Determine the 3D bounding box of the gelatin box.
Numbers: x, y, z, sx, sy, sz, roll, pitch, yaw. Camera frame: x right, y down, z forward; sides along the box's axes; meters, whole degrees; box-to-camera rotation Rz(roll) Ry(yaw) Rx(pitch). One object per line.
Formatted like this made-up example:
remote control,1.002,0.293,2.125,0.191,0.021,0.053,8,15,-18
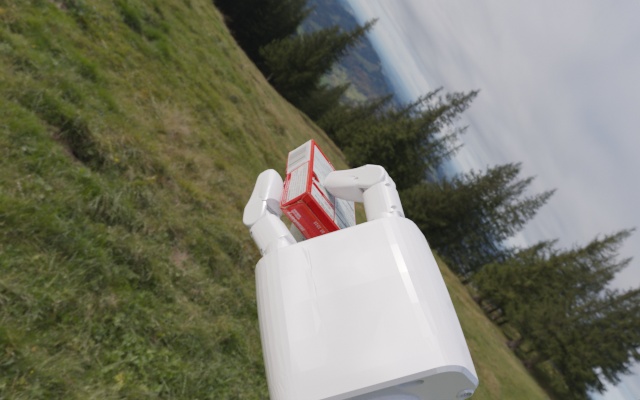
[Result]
gelatin box,0.000,0.001,0.406,0.030,0.073,0.089,-27,30,19
